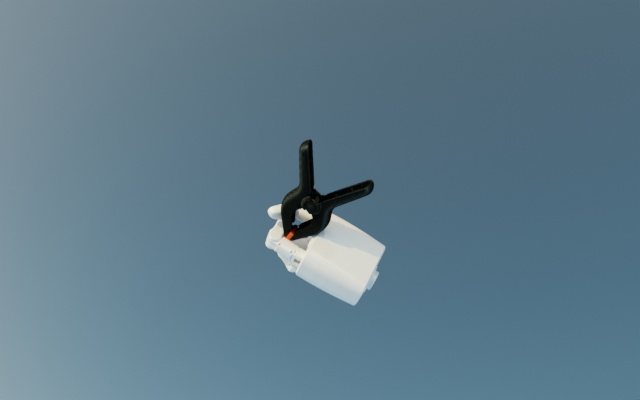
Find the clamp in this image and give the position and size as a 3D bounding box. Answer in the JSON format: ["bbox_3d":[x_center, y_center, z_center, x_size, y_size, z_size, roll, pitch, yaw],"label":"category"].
[{"bbox_3d":[0.000,0.003,0.715,0.120,0.172,0.039,29,36,6],"label":"clamp"}]
